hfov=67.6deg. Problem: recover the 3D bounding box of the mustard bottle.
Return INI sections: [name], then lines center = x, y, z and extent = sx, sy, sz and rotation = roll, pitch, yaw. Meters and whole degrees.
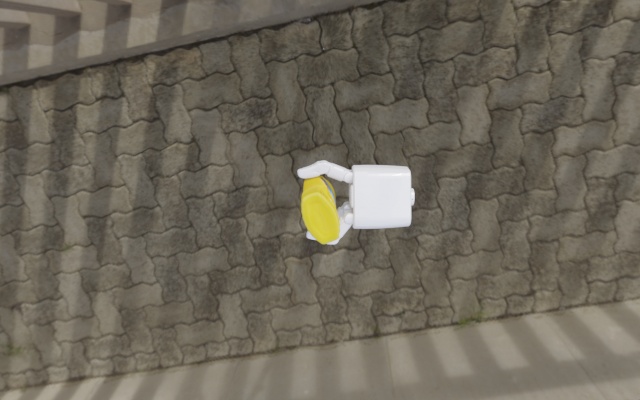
[mustard bottle]
center = 0.000, 0.003, 0.888
extent = 0.058, 0.096, 0.191
rotation = -23, 16, 7
